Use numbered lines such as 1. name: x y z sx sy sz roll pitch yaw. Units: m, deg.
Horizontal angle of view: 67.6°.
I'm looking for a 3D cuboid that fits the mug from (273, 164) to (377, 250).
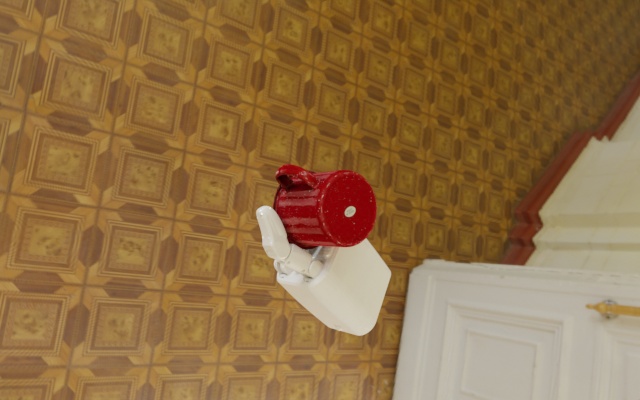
1. mug: -0.001 0.001 0.521 0.117 0.093 0.081 47 -27 -26
